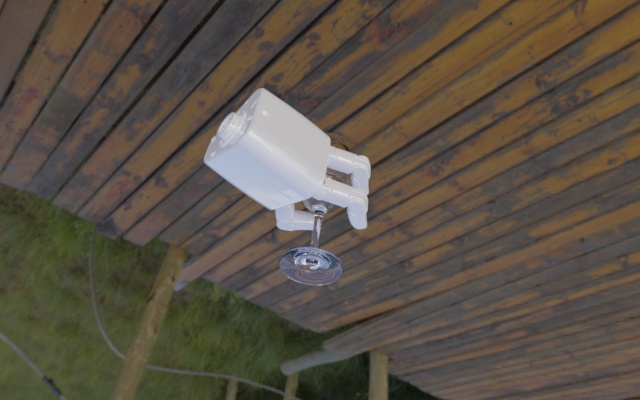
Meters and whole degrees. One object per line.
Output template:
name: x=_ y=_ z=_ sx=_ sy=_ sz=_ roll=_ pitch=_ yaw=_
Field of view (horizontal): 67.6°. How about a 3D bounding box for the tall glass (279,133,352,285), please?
tall glass: x=0.000 y=0.003 z=0.607 sx=0.079 sy=0.200 sz=0.079 roll=5 pitch=-41 yaw=4
